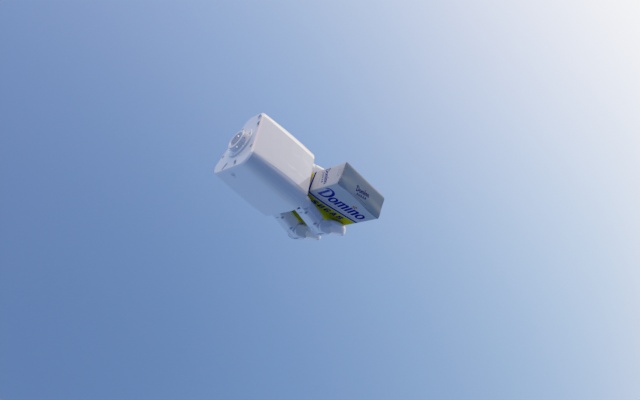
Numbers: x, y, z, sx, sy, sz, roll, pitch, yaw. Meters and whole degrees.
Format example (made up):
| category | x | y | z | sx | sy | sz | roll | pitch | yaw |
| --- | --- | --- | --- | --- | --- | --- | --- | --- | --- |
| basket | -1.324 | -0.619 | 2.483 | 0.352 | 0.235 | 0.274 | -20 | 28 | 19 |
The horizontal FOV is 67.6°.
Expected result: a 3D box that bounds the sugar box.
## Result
| category | x | y | z | sx | sy | sz | roll | pitch | yaw |
| --- | --- | --- | --- | --- | --- | --- | --- | --- | --- |
| sugar box | 0.000 | 0.003 | 0.735 | 0.176 | 0.048 | 0.093 | -13 | -44 | 46 |
